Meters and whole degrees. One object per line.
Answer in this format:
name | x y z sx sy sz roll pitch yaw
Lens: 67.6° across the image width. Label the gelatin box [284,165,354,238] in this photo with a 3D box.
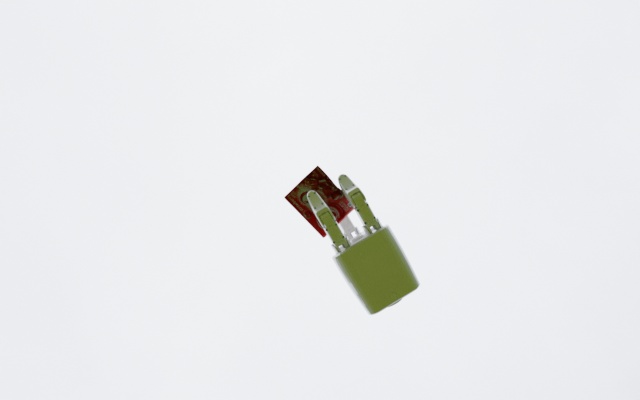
gelatin box | 0.000 0.002 0.741 0.073 0.089 0.030 -44 -5 -3
